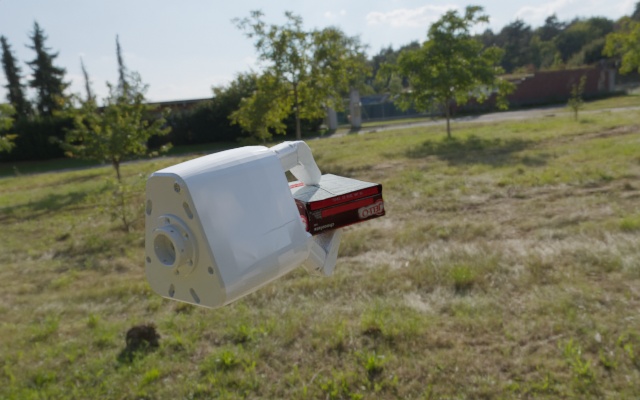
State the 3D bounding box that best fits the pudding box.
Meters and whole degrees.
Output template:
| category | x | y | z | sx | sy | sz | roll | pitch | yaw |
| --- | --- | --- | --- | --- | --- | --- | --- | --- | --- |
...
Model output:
| category | x | y | z | sx | sy | sz | roll | pitch | yaw |
| --- | --- | --- | --- | --- | --- | --- | --- | --- | --- |
| pudding box | 0.000 | 0.002 | 0.506 | 0.090 | 0.039 | 0.113 | -13 | 16 | -26 |
